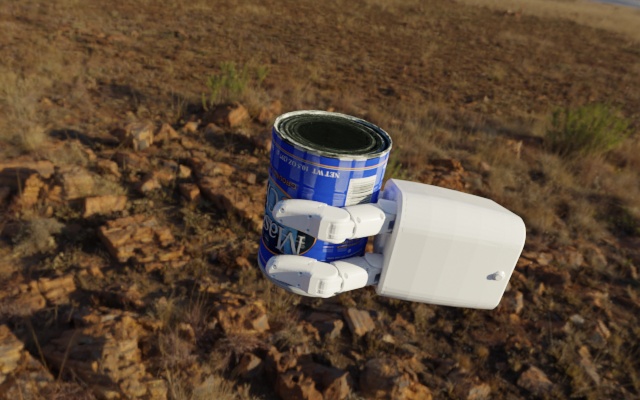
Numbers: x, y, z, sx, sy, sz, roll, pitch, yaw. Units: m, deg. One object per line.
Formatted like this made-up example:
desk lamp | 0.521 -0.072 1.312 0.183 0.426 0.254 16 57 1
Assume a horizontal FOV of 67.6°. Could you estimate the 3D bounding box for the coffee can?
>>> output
coffee can | 0.000 0.002 0.439 0.103 0.140 0.102 8 29 -4
